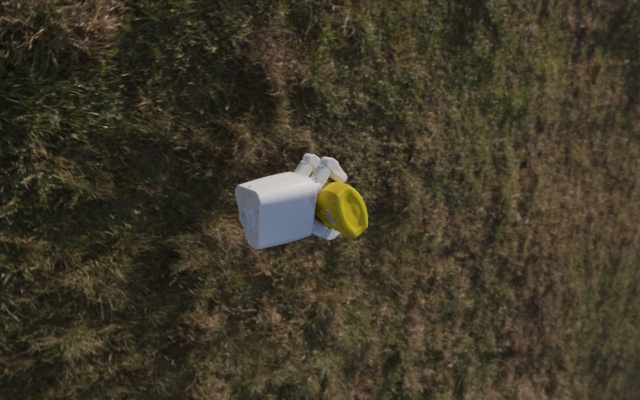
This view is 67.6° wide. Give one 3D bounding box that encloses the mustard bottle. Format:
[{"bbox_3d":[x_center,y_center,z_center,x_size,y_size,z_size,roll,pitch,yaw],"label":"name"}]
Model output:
[{"bbox_3d":[0.001,0.003,0.865,0.058,0.096,0.191,-40,31,-22],"label":"mustard bottle"}]
